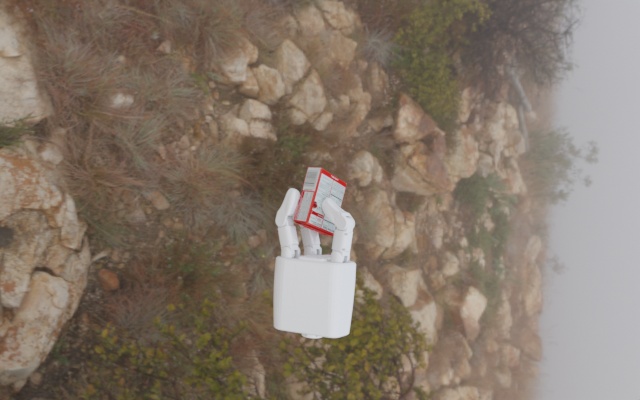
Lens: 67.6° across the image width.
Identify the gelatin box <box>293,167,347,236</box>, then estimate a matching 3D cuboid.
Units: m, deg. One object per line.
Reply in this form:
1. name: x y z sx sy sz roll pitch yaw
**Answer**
1. gelatin box: 0.001 0.002 0.725 0.030 0.089 0.073 8 -12 37
